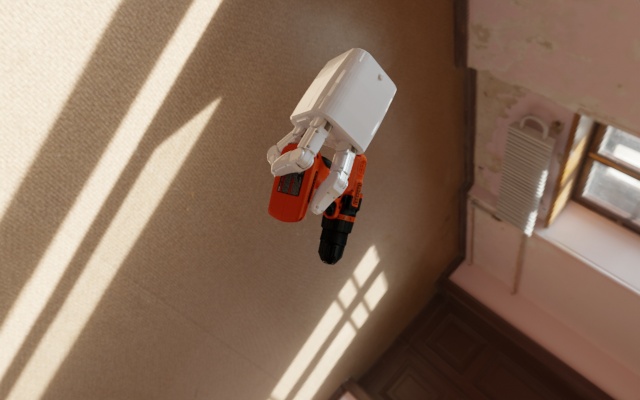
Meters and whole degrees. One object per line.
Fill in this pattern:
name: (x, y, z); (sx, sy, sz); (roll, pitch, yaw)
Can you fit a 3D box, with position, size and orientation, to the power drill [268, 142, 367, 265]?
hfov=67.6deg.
power drill: (0.000, 0.002, 0.697); (0.057, 0.184, 0.188); (11, -2, 28)
